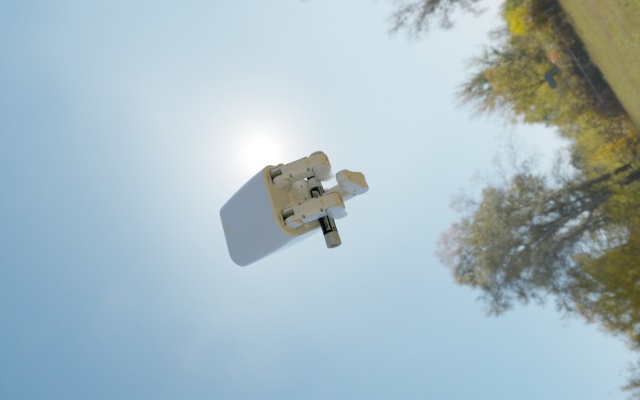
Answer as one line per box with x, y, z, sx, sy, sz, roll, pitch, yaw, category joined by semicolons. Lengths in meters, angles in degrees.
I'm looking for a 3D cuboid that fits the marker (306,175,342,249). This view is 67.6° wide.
0.000;0.002;0.601;0.020;0.121;0.020;-15;-23;-7;marker
